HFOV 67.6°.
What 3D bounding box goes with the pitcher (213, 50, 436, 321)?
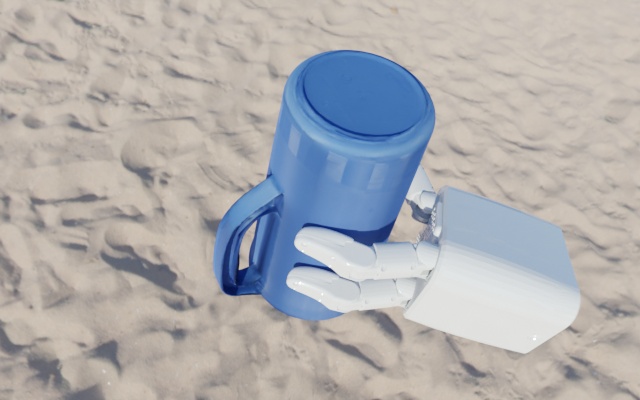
[{"bbox_3d":[0.000,0.001,0.414,0.145,0.149,0.243,20,-38,4],"label":"pitcher"}]
